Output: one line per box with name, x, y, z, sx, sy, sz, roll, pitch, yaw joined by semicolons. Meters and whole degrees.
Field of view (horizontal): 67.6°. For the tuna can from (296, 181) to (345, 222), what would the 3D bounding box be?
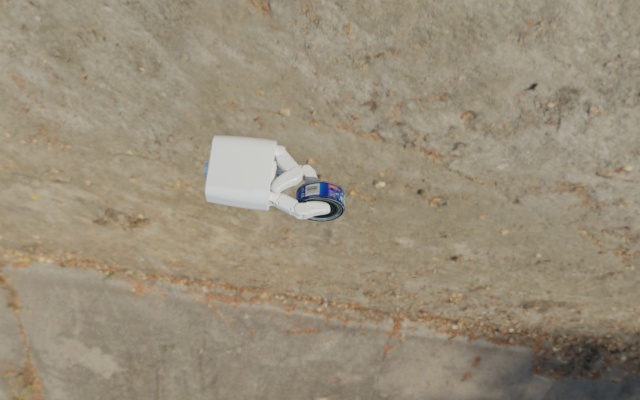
tuna can;0.000;0.003;0.824;0.086;0.033;0.086;1;-31;1
